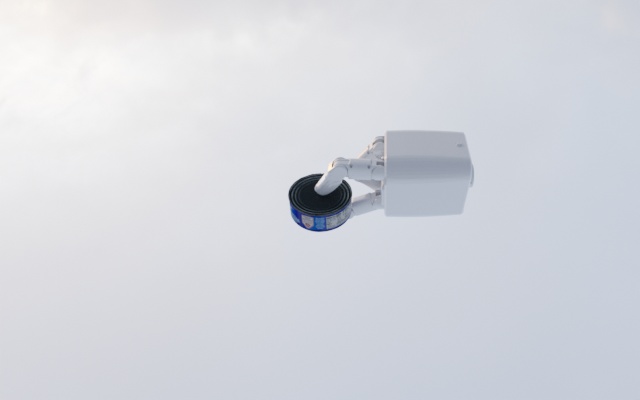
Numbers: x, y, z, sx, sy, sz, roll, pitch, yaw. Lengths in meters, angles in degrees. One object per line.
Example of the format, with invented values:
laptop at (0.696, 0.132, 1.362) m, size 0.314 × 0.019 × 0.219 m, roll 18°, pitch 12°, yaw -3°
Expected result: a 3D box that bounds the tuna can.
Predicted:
tuna can at (0.000, 0.003, 0.646) m, size 0.086 × 0.034 × 0.086 m, roll -2°, pitch 42°, yaw 1°
